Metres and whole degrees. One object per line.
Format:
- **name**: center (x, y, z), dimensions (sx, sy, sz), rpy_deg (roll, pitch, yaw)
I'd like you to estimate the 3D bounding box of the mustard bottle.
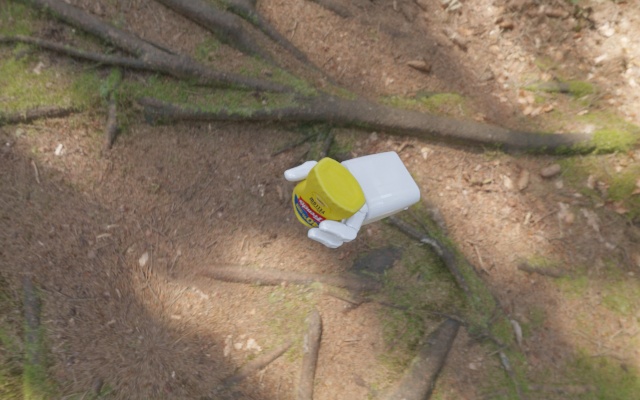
- **mustard bottle**: center (0.000, 0.003, 0.797), dimensions (0.058, 0.096, 0.192), rpy_deg (-44, 1, -25)
